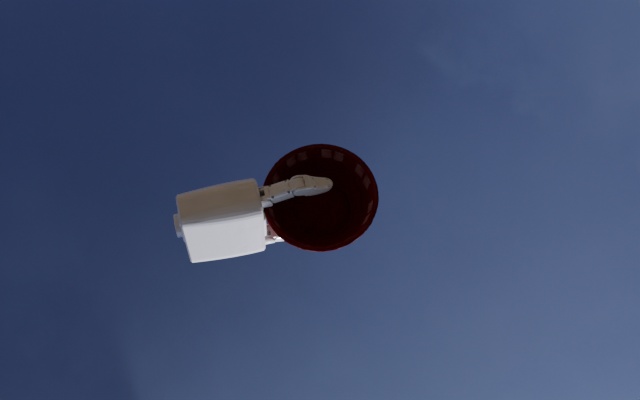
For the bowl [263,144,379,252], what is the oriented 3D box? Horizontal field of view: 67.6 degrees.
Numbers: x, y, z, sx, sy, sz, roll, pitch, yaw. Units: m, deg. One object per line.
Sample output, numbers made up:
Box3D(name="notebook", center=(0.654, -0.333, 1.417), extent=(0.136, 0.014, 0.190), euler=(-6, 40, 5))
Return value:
Box3D(name="bowl", center=(0.001, 0.002, 0.681), extent=(0.162, 0.162, 0.055), euler=(0, -22, 2))
